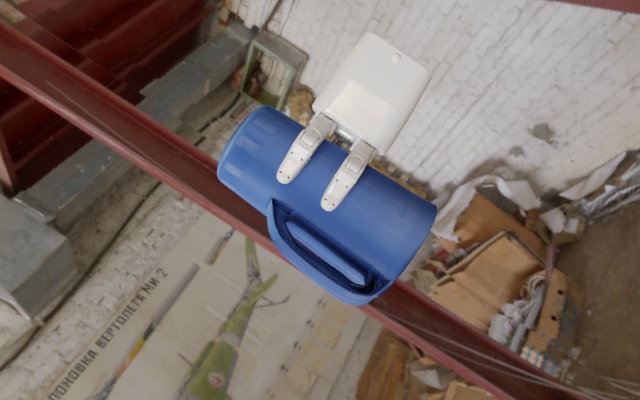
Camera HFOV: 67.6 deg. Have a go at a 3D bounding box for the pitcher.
[{"bbox_3d":[0.000,0.002,0.559,0.243,0.145,0.149,34,1,0],"label":"pitcher"}]
